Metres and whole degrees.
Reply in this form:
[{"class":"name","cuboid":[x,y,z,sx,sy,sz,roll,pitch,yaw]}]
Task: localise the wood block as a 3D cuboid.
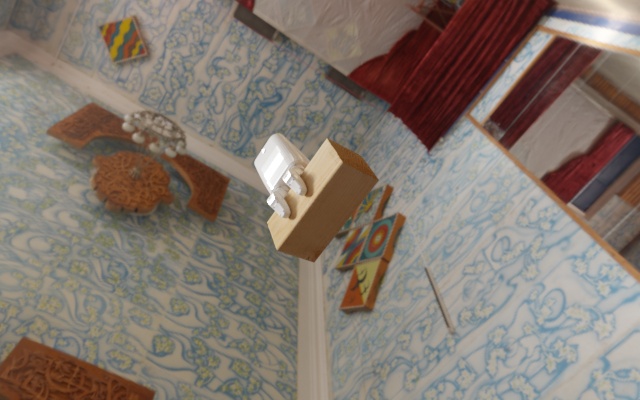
[{"class":"wood block","cuboid":[0.000,0.003,0.886,0.091,0.206,0.090,22,25,-33]}]
